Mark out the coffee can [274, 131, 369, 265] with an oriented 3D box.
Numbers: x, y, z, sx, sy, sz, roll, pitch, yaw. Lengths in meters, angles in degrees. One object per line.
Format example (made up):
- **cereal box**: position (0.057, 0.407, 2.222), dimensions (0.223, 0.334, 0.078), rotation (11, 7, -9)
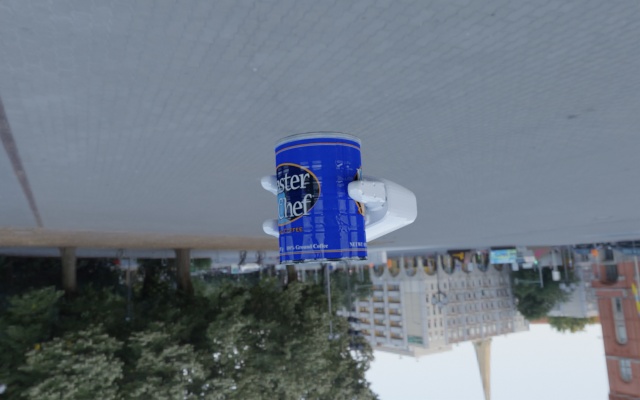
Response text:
- **coffee can**: position (0.000, 0.002, 0.554), dimensions (0.103, 0.140, 0.103), rotation (-3, -8, 0)
